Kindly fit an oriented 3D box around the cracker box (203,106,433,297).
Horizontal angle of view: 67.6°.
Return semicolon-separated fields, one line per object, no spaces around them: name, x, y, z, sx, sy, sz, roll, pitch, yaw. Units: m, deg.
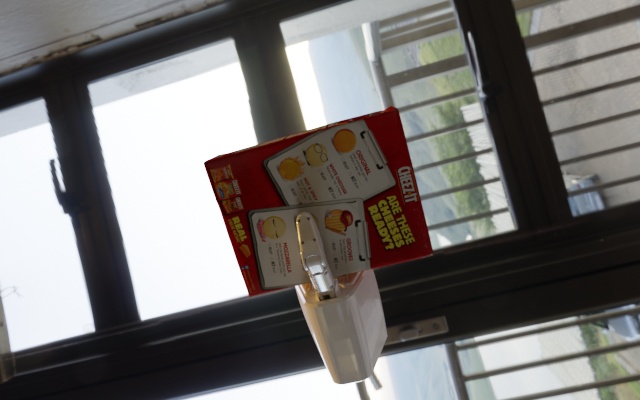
cracker box;0.000;0.002;0.538;0.214;0.164;0.072;-15;13;8
